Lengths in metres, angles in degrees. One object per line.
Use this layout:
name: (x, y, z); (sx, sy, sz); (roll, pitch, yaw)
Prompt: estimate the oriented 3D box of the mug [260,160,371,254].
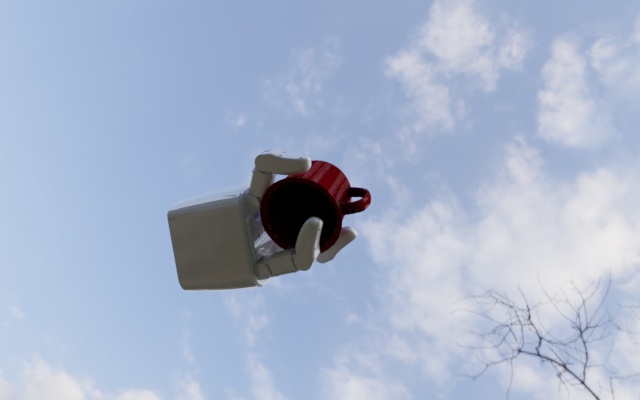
mug: (0.001, 0.001, 0.541); (0.117, 0.093, 0.081); (-8, 20, 20)
